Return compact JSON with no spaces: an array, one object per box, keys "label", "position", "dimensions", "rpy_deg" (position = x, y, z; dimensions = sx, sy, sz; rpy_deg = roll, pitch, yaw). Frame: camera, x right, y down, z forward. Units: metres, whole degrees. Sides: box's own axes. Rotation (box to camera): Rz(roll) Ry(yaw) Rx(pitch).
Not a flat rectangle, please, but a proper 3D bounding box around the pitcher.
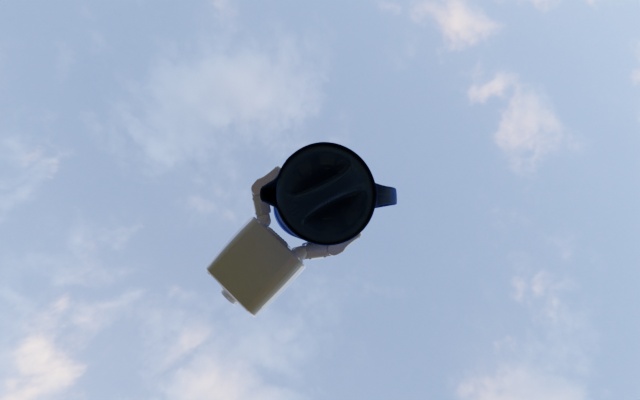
[{"label":"pitcher","position":[0.000,0.002,0.721],"dimensions":[0.149,0.145,0.243],"rpy_deg":[44,-10,-3]}]
